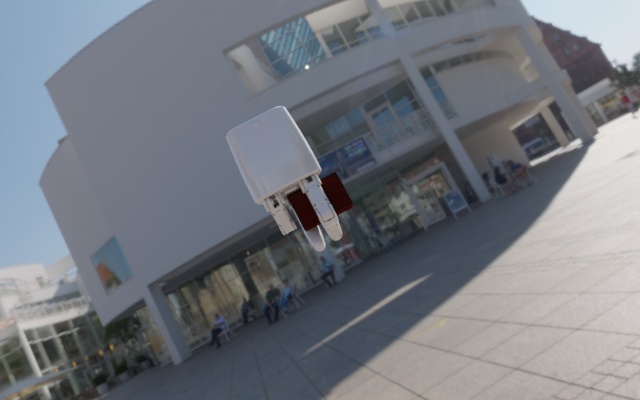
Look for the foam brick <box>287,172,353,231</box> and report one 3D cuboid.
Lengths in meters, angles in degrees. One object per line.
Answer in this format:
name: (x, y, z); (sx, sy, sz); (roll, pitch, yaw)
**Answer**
foam brick: (0.000, 0.002, 0.670); (0.078, 0.051, 0.053); (-27, -8, -2)
